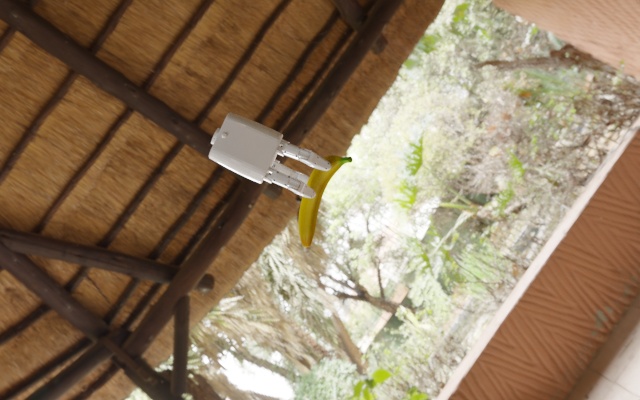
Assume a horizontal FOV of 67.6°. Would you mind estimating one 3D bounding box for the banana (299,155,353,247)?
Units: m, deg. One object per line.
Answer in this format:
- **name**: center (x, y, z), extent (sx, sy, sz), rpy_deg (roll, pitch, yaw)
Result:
- **banana**: center (-0.006, -0.009, 0.907), extent (0.037, 0.198, 0.069), rpy_deg (13, 21, -32)
